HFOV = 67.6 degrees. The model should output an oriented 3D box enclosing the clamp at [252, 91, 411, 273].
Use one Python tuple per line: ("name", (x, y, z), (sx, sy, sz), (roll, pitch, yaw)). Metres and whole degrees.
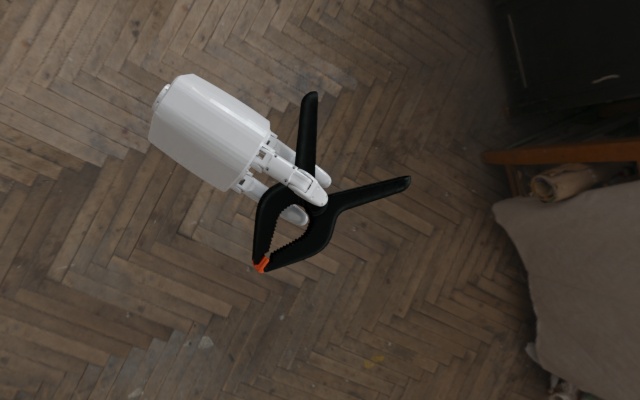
("clamp", (0.000, 0.002, 0.556), (0.164, 0.210, 0.036), (33, -7, -11))
